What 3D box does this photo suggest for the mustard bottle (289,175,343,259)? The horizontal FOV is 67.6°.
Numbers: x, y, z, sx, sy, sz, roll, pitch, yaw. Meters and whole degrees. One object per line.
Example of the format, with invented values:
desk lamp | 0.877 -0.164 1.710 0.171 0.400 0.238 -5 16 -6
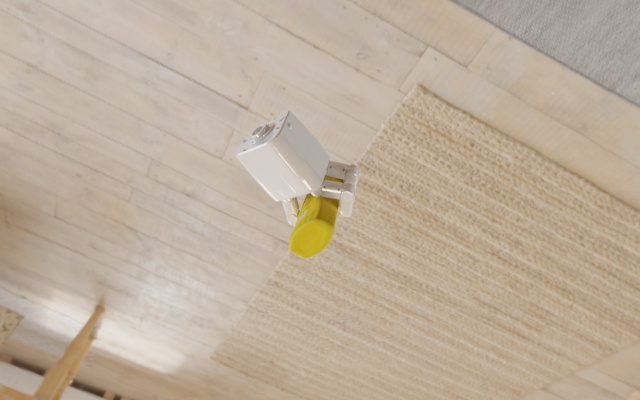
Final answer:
mustard bottle | 0.000 0.003 0.812 0.058 0.191 0.096 28 -50 -11
